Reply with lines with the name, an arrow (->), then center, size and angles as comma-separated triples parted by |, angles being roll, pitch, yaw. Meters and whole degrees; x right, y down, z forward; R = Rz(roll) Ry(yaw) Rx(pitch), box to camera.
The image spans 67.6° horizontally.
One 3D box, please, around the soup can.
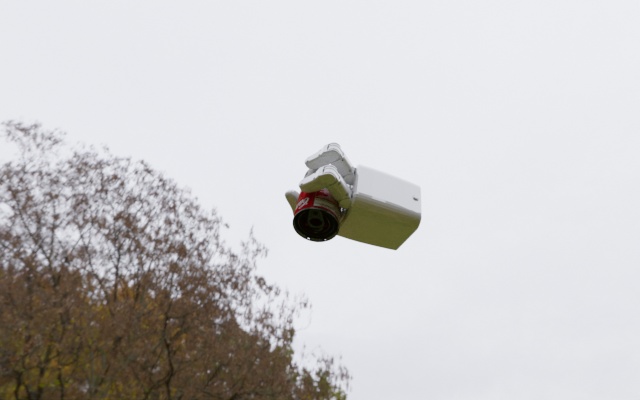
soup can -> 0.000, 0.002, 0.715 | 0.068, 0.069, 0.102 | 0, 42, 11
